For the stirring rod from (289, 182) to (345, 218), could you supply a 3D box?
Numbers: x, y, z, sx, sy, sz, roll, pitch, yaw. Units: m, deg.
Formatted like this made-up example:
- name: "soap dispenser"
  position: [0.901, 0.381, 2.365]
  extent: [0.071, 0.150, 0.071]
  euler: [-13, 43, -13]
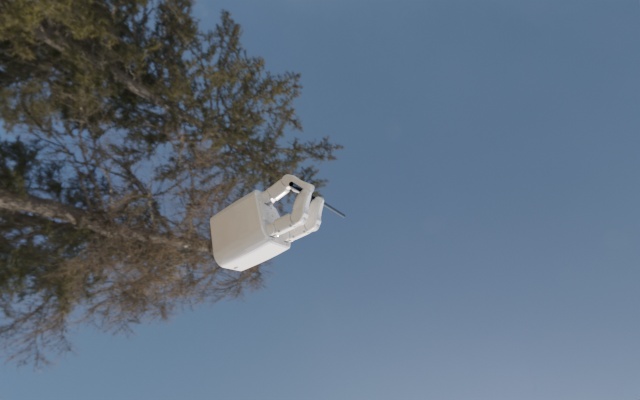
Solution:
- name: "stirring rod"
  position: [0.000, 0.003, 0.859]
  extent: [0.011, 0.011, 0.239]
  euler: [0, -14, 23]
